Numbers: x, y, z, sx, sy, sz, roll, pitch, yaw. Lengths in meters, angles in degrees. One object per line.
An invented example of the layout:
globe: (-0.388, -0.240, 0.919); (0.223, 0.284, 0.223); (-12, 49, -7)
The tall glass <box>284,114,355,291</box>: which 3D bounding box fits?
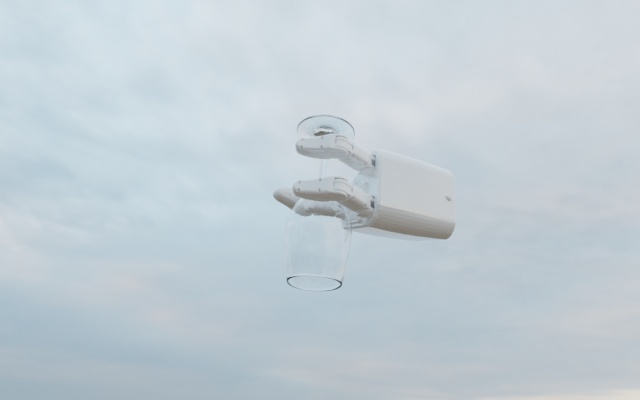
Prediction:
tall glass: (0.000, 0.001, 0.566); (0.079, 0.201, 0.079); (4, -26, 2)
